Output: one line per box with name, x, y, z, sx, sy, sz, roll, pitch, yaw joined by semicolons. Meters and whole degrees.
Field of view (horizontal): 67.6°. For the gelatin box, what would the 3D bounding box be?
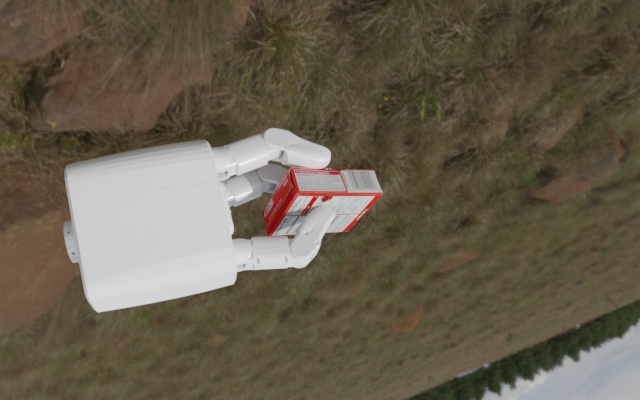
gelatin box;0.000;0.002;0.437;0.089;0.030;0.073;0;-32;-28
